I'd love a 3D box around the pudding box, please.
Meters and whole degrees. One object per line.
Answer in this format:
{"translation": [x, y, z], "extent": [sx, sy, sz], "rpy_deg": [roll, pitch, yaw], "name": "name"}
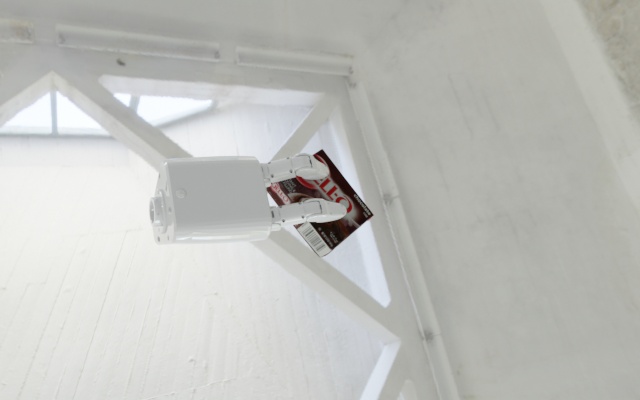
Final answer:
{"translation": [0.000, 0.002, 0.602], "extent": [0.090, 0.113, 0.039], "rpy_deg": [-36, -1, -37], "name": "pudding box"}
